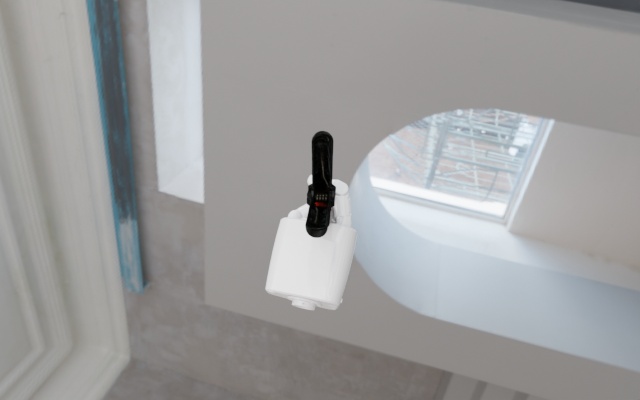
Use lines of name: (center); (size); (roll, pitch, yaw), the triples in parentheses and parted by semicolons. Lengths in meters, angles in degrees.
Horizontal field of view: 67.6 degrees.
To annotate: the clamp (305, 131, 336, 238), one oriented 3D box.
clamp: (-0.001, 0.002, 0.595); (0.039, 0.120, 0.171); (8, -18, 6)
